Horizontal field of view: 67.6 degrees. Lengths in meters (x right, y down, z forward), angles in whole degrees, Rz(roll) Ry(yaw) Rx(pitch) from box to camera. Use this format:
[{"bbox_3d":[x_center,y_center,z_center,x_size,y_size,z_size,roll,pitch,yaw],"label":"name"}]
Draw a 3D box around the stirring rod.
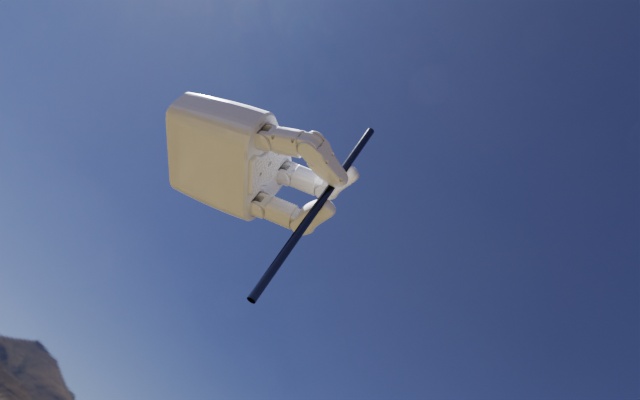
[{"bbox_3d":[0.000,0.001,0.452,0.011,0.011,0.239,0,40,37],"label":"stirring rod"}]
